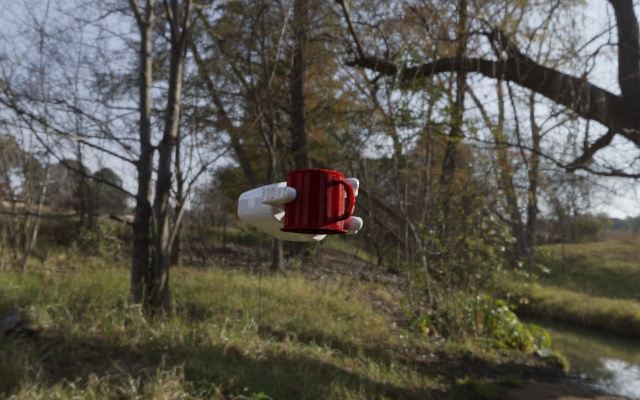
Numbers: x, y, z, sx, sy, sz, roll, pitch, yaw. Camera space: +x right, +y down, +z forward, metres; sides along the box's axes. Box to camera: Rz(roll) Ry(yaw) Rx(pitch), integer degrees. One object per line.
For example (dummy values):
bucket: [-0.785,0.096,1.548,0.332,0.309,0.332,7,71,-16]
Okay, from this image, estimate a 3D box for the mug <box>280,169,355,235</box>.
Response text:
mug: [0.001,0.002,0.651,0.093,0.081,0.117,9,-11,-40]
